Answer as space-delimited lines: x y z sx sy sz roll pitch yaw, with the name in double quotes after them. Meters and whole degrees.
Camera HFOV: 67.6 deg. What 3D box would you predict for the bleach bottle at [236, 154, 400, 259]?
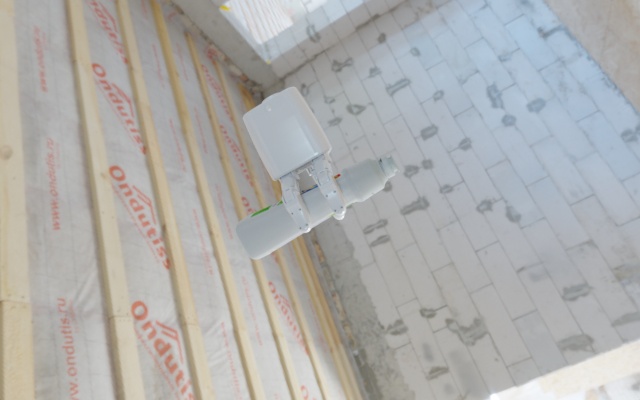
0.000 0.002 0.714 0.251 0.068 0.102 -28 2 13 "bleach bottle"
